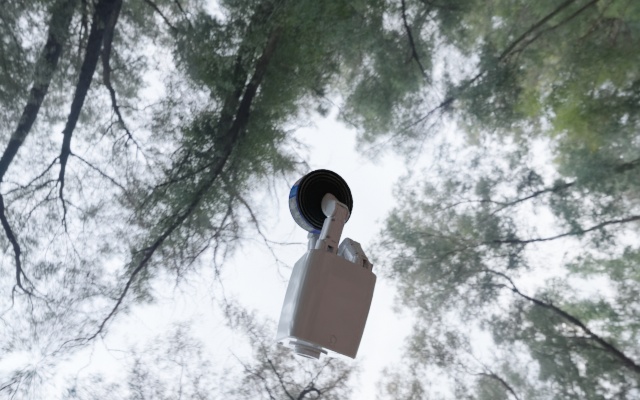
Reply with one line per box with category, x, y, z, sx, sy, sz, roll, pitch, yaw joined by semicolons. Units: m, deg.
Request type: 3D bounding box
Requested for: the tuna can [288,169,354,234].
tuna can;0.000;0.002;0.649;0.086;0.086;0.034;0;-11;-28
